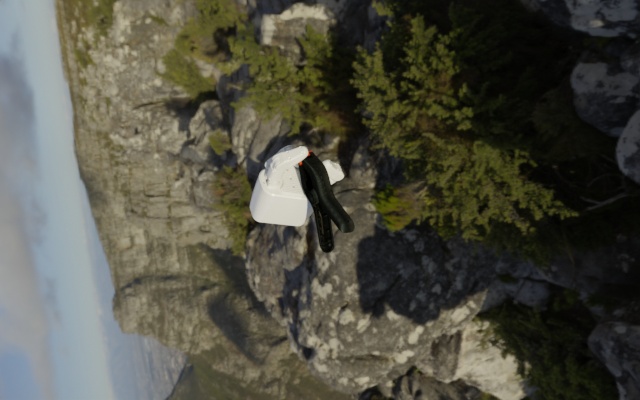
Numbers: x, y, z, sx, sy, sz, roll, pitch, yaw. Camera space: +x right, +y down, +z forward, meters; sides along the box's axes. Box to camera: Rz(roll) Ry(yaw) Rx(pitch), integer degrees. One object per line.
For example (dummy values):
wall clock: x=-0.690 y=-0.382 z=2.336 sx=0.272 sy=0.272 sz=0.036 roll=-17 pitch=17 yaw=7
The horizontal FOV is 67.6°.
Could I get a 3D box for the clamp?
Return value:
clamp: x=0.000 y=0.003 z=0.789 sx=0.039 sy=0.171 sz=0.120 roll=-9 pitch=-28 yaw=-27
